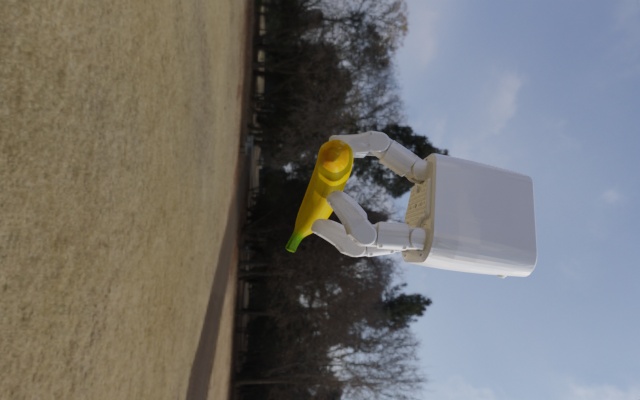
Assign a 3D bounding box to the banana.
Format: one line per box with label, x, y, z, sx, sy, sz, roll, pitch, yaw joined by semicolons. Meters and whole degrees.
banana;0.005;-0.011;0.487;0.037;0.069;0.198;20;-33;-1
